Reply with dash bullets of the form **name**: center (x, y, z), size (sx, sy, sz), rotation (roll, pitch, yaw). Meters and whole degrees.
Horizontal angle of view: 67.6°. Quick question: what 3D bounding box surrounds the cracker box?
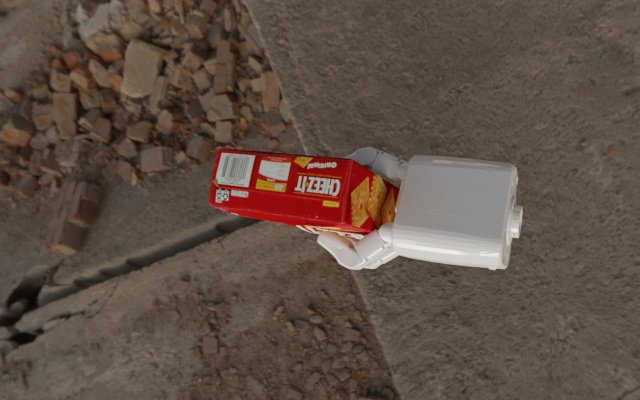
- **cracker box**: center (0.000, 0.002, 0.565), size (0.164, 0.072, 0.214), rotation (7, -7, 27)
